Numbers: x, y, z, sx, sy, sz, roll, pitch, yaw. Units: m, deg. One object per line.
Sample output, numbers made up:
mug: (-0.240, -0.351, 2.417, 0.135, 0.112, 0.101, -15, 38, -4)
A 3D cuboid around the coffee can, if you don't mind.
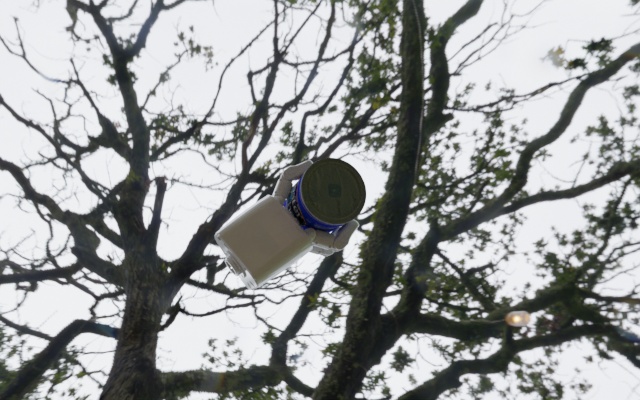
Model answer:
coffee can: (0.000, 0.002, 0.768, 0.103, 0.102, 0.140, 0, -15, -18)
